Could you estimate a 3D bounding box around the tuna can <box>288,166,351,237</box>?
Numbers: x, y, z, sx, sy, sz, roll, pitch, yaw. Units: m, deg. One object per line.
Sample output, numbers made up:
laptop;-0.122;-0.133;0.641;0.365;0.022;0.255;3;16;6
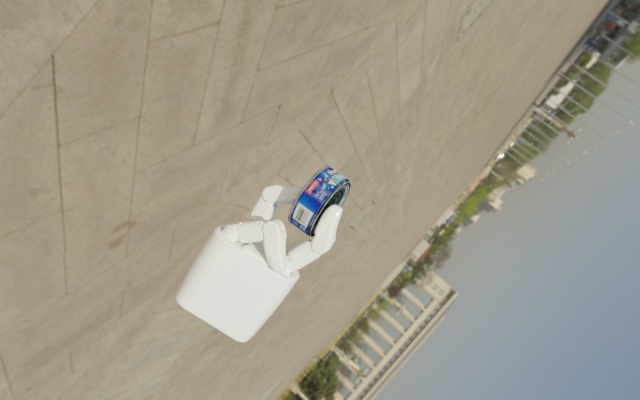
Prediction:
tuna can;0.001;0.002;0.585;0.033;0.086;0.086;35;10;14
